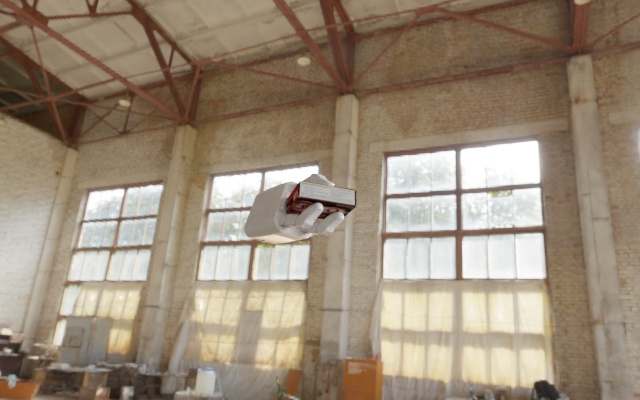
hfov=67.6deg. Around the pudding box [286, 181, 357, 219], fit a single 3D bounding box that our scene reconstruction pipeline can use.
[{"bbox_3d":[0.000,0.003,0.891,0.113,0.039,0.090,7,-21,-16],"label":"pudding box"}]
